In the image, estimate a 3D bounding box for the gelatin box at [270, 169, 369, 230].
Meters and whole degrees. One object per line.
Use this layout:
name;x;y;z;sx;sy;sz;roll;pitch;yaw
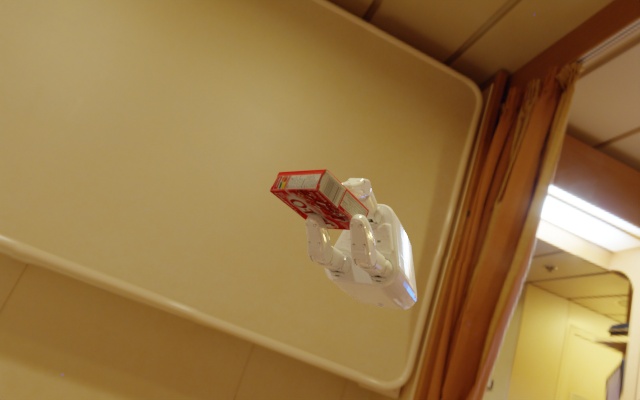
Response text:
gelatin box;0.000;0.001;0.532;0.073;0.030;0.089;1;-31;42
